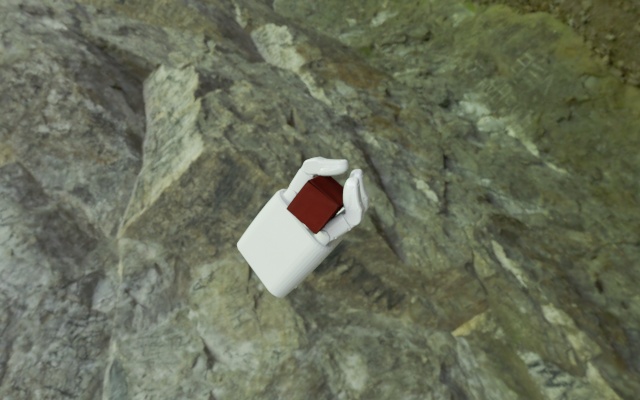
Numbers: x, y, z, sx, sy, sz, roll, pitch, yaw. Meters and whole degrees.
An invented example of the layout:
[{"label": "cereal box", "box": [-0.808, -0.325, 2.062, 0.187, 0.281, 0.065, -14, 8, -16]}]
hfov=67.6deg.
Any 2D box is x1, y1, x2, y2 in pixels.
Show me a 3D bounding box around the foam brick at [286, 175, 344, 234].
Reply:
[{"label": "foam brick", "box": [0.000, 0.002, 0.630, 0.053, 0.051, 0.078, 42, 19, 6]}]
